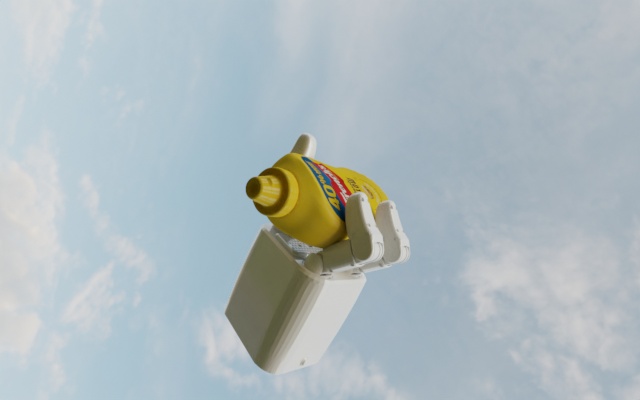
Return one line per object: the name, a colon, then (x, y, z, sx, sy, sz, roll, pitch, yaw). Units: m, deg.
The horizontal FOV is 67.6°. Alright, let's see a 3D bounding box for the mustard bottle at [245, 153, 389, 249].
mustard bottle: (0.000, 0.001, 0.450, 0.058, 0.096, 0.191, -41, -27, 23)
